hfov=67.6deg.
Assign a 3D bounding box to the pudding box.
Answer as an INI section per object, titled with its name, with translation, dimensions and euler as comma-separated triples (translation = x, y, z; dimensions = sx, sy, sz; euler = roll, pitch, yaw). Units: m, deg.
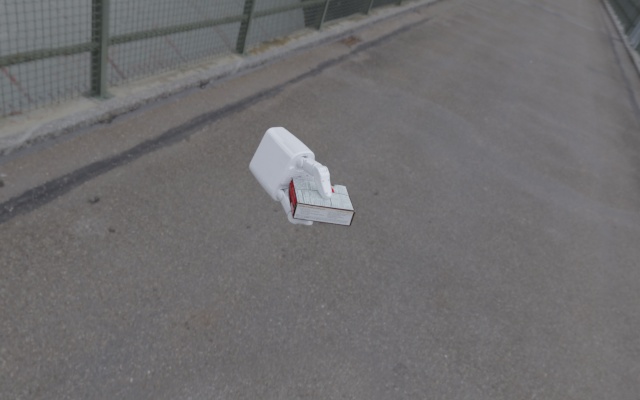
[pudding box]
translation = 0.000, 0.003, 0.879
dimensions = 0.113, 0.039, 0.090
euler = 7, 32, -14
